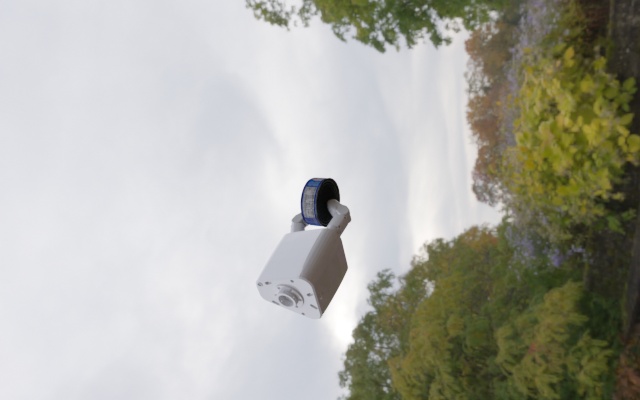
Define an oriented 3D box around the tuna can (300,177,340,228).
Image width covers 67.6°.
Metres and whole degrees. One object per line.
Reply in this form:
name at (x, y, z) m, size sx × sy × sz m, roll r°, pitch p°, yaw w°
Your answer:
tuna can at (0.000, 0.003, 0.825) m, size 0.034 × 0.086 × 0.086 m, roll 5°, pitch 2°, yaw 29°
